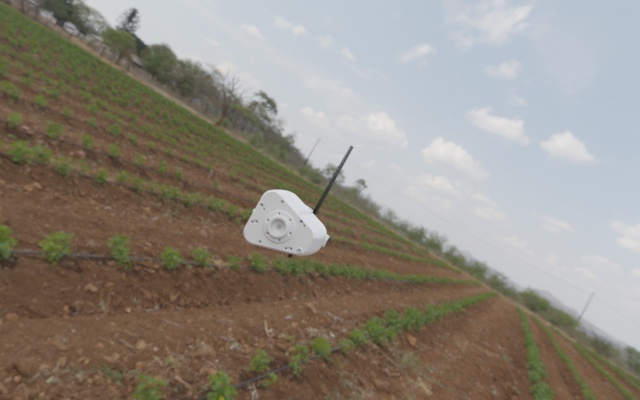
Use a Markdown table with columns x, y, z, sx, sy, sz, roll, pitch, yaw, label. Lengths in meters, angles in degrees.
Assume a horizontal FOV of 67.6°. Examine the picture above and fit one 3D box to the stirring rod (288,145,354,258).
| x | y | z | sx | sy | sz | roll | pitch | yaw | label |
| --- | --- | --- | --- | --- | --- | --- | --- | --- | --- |
| 0.000 | 0.003 | 0.899 | 0.011 | 0.239 | 0.011 | 29 | 2 | -1 | stirring rod |
